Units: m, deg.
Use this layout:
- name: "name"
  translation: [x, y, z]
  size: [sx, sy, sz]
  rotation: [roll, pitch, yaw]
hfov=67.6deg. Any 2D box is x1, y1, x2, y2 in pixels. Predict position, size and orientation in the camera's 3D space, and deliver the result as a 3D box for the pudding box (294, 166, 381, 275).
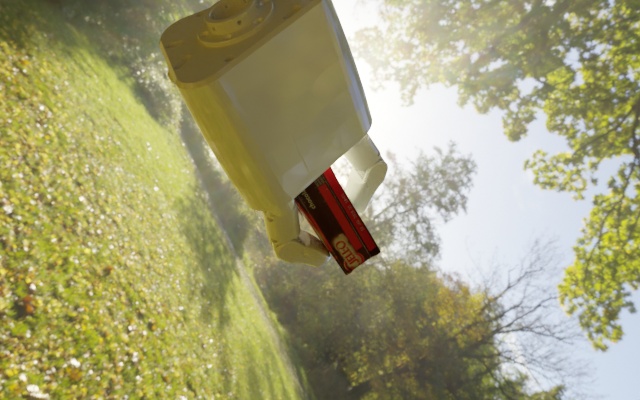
- name: "pudding box"
  translation: [0.000, 0.001, 0.407]
  size: [0.039, 0.090, 0.113]
  rotation: [-31, 18, -2]
